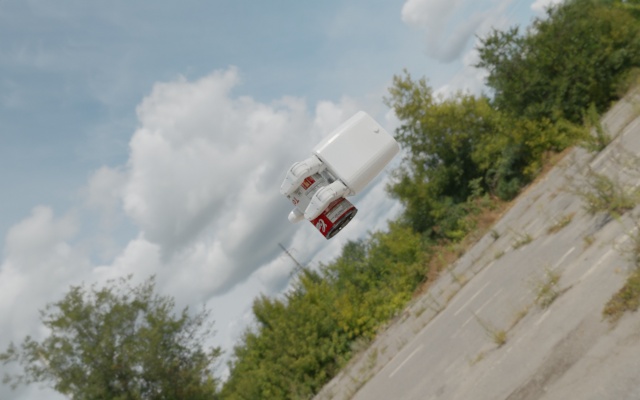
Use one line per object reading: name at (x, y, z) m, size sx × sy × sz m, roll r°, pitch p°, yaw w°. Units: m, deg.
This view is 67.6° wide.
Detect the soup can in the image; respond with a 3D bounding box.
soup can at (0.000, 0.003, 0.757) m, size 0.068 × 0.102 × 0.068 m, roll -42°, pitch -13°, yaw -11°
